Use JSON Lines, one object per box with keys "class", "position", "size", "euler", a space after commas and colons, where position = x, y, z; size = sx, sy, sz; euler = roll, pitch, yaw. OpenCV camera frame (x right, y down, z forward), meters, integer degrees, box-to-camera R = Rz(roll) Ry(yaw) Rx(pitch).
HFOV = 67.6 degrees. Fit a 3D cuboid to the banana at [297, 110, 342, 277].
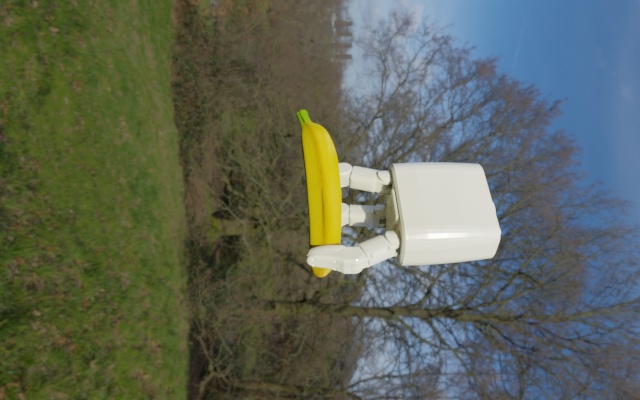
{"class": "banana", "position": [0.002, 0.004, 0.517], "size": [0.037, 0.198, 0.069], "euler": [-6, 17, -6]}
